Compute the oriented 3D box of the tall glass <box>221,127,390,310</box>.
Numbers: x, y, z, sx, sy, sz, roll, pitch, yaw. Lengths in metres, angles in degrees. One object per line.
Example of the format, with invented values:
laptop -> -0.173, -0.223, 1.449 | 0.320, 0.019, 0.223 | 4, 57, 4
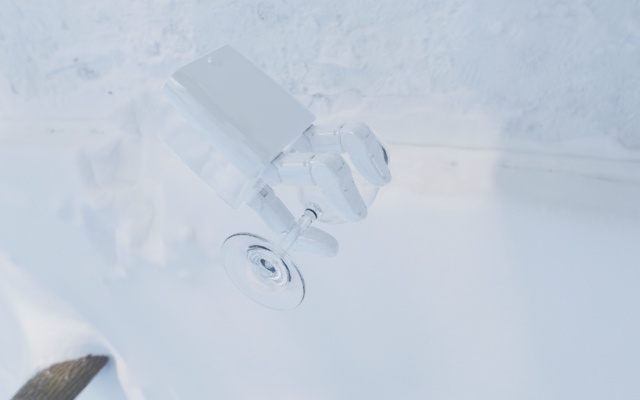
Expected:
tall glass -> 0.000, 0.002, 0.429 | 0.079, 0.079, 0.201 | 0, 32, 32
